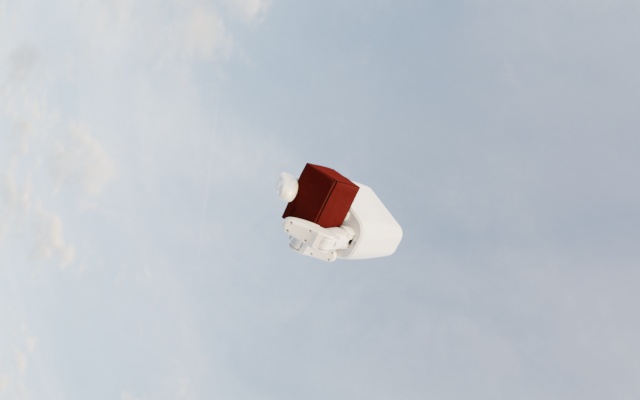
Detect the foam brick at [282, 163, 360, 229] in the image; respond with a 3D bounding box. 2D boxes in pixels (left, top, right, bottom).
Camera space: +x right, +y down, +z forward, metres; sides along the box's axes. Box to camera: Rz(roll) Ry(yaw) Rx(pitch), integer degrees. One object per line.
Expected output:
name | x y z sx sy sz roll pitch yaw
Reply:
foam brick | 0.000 0.002 0.573 0.053 0.078 0.051 37 18 36
